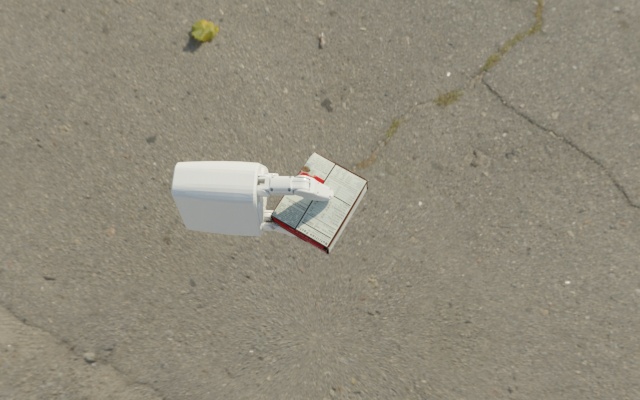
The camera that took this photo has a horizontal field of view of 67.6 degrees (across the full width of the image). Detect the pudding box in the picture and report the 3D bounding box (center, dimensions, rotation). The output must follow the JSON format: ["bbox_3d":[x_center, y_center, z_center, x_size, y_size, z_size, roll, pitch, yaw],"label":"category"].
[{"bbox_3d":[0.000,0.002,0.642,0.090,0.113,0.039,30,-14,9],"label":"pudding box"}]
